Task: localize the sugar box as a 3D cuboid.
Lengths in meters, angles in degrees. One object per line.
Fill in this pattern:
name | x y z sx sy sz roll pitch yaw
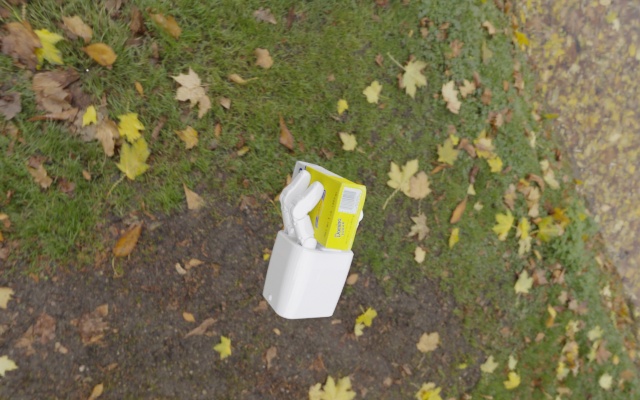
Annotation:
sugar box | 0.000 0.002 0.710 0.048 0.093 0.176 11 9 -28
